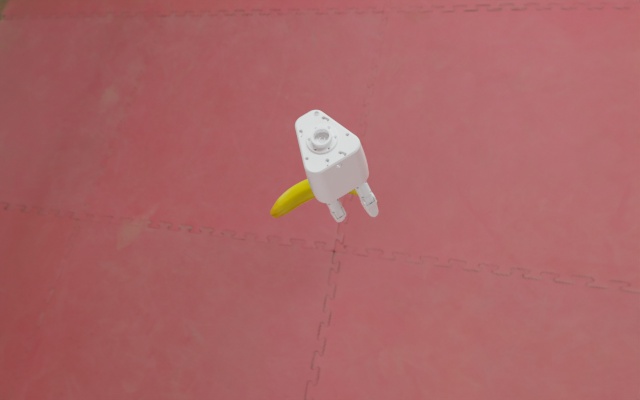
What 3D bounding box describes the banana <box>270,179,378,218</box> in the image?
[{"bbox_3d":[0.002,-0.015,0.876,0.198,0.069,0.037,-8,-24,6],"label":"banana"}]
